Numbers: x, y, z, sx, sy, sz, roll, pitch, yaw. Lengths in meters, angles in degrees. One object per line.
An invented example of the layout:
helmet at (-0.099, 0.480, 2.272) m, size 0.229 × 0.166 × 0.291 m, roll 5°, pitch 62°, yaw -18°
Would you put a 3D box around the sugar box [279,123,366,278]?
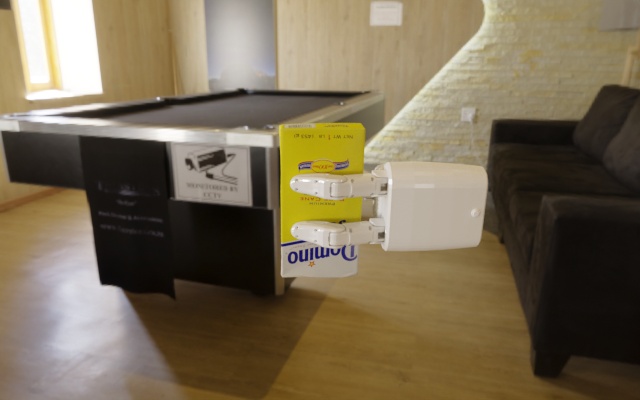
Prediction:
sugar box at (0.000, 0.002, 0.544) m, size 0.093 × 0.176 × 0.048 m, roll -1°, pitch 17°, yaw -3°
